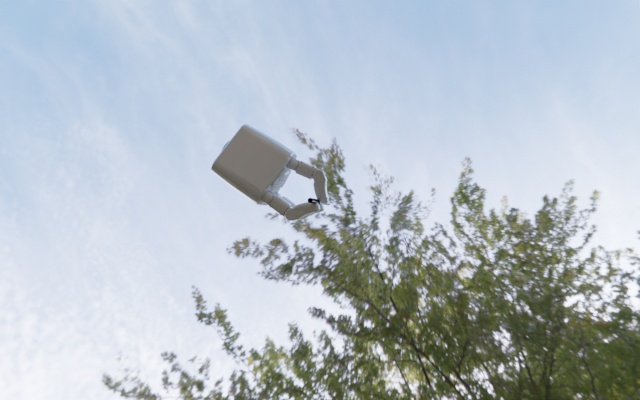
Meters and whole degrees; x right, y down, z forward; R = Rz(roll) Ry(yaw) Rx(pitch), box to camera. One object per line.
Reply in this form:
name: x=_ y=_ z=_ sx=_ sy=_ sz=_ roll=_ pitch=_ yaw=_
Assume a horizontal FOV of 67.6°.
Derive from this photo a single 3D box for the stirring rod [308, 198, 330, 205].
stirring rod: x=0.000 y=0.003 z=0.862 sx=0.011 sy=0.011 sz=0.239 roll=0 pitch=-1 yaw=8
